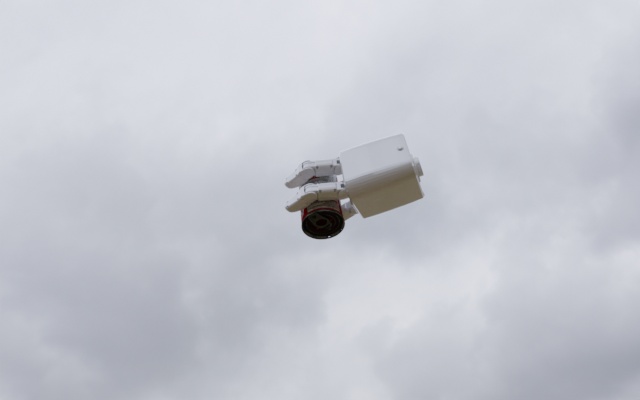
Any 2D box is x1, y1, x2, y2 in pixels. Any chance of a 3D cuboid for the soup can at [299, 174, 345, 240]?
[{"bbox_3d":[0.000,0.003,0.771,0.068,0.102,0.069,-3,-44,-3],"label":"soup can"}]
